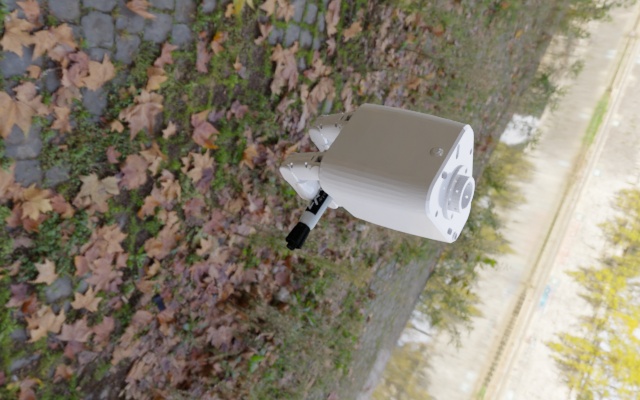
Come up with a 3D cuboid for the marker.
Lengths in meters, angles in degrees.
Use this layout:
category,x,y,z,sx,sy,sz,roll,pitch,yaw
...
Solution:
category,x,y,z,sx,sy,sz,roll,pitch,yaw
marker,0.000,0.002,0.502,0.020,0.121,0.020,28,-23,13
